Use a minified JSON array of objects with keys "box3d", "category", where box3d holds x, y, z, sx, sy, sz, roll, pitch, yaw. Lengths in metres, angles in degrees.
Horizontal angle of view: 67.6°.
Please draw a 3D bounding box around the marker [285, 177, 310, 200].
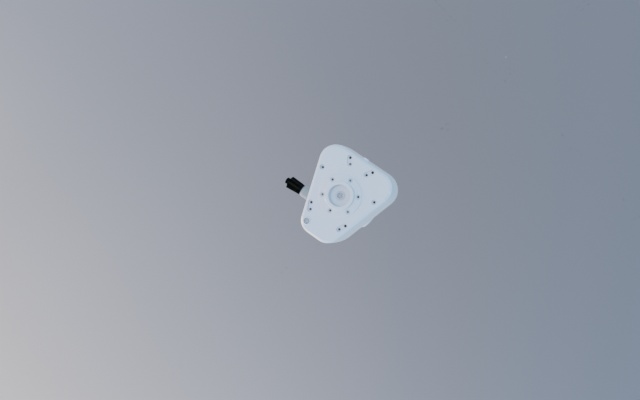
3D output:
[{"box3d":[0.000,0.002,0.693,0.121,0.020,0.020,33,6,9],"category":"marker"}]
